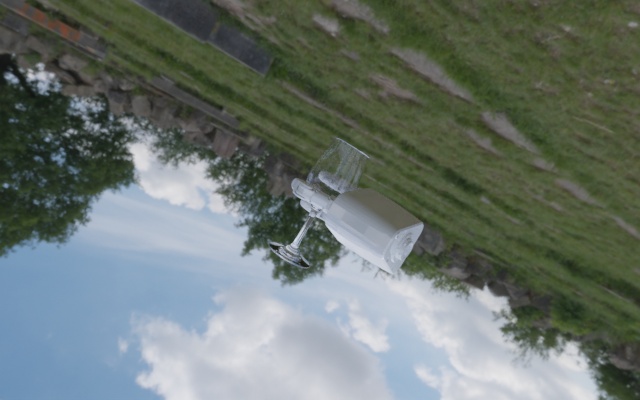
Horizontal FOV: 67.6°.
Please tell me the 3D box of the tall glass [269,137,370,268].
[{"bbox_3d":[0.000,0.003,0.750,0.079,0.201,0.079,30,6,-4],"label":"tall glass"}]
